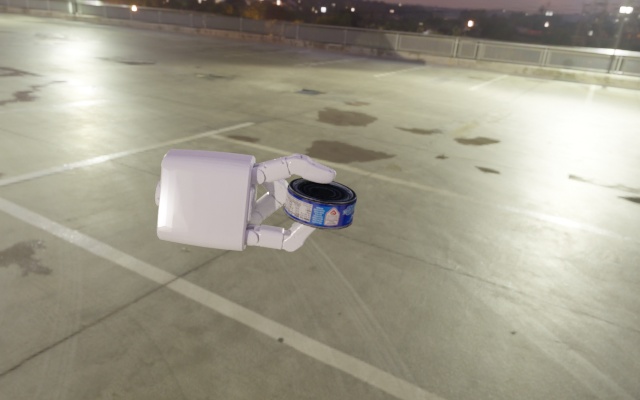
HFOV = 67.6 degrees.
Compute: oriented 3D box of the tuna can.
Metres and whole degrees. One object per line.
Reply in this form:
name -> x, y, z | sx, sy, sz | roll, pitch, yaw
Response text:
tuna can -> 0.000, 0.001, 0.574 | 0.086, 0.034, 0.086 | 9, 20, -4
